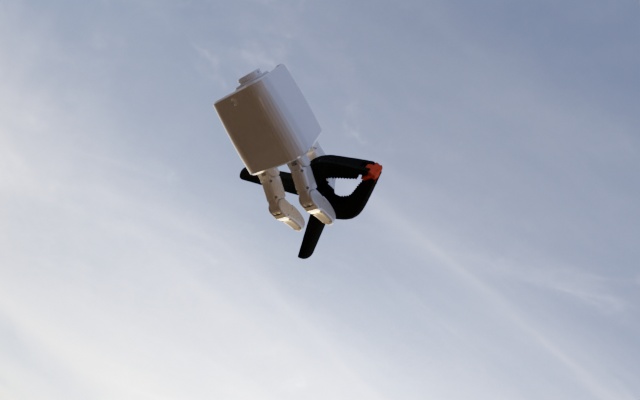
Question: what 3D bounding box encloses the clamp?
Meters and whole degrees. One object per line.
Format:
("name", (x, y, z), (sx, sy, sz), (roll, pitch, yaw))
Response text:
("clamp", (0.001, 0.001, 0.651), (0.210, 0.164, 0.036), (-15, 24, 38))
